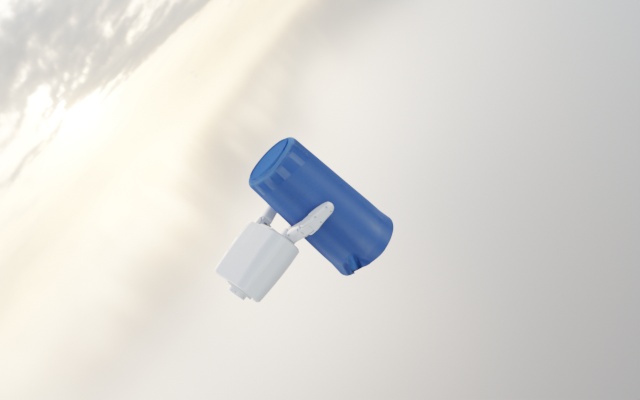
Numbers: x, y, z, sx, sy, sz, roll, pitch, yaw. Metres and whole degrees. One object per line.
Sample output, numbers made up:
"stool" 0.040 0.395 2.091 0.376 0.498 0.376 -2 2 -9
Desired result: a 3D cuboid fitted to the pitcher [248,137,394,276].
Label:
"pitcher" 0.000 0.003 0.820 0.243 0.145 0.149 42 -15 -21
